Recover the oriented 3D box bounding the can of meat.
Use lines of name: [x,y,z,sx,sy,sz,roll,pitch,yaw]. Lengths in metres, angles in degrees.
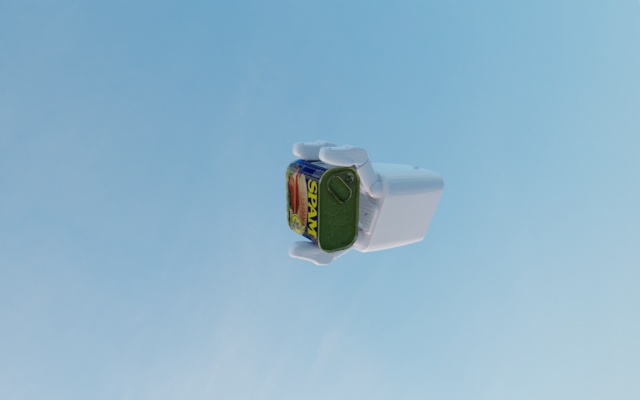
can of meat: [0.000,0.002,0.588,0.057,0.102,0.084,-9,18,-32]
